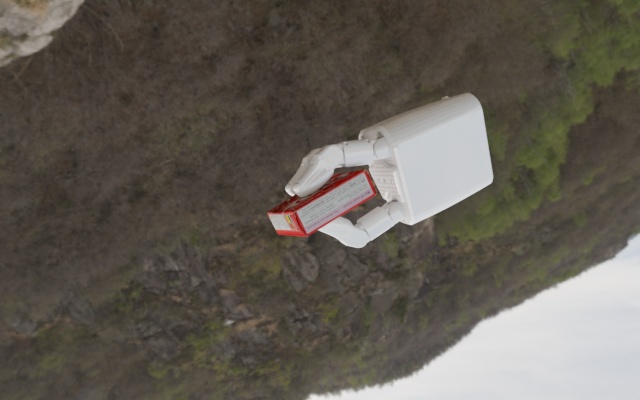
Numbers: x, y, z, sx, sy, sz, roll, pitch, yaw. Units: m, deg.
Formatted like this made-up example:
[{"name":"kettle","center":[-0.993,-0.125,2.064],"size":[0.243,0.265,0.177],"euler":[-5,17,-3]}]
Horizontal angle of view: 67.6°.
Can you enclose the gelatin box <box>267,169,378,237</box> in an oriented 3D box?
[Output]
[{"name":"gelatin box","center":[0.000,0.002,0.474],"size":[0.089,0.030,0.073],"euler":[-31,12,-23]}]
